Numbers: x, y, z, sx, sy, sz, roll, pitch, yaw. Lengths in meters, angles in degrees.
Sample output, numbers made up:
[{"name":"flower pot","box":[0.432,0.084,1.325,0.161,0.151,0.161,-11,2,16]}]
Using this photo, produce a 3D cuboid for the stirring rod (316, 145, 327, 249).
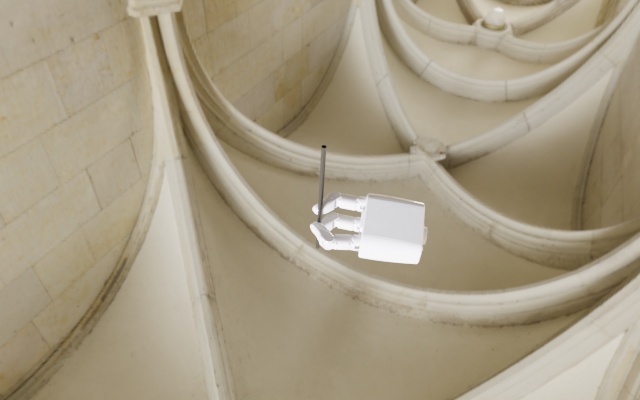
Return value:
[{"name":"stirring rod","box":[0.000,0.003,0.825,0.011,0.240,0.011,2,44,-2]}]
